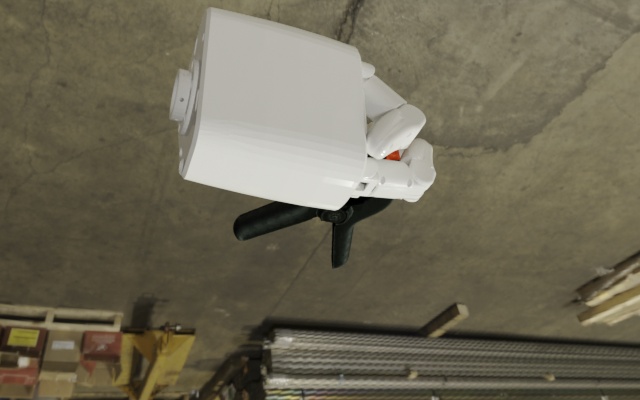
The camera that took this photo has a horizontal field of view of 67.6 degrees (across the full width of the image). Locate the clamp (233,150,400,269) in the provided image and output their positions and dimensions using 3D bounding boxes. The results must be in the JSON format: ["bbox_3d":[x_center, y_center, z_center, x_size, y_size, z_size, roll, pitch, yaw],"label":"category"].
[{"bbox_3d":[0.000,0.002,0.411,0.120,0.039,0.172,9,-43,-23],"label":"clamp"}]
